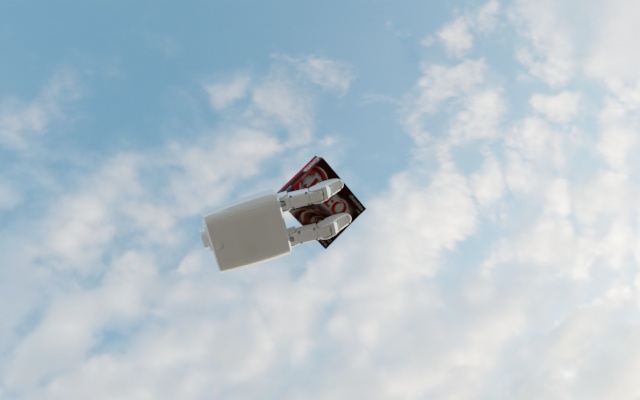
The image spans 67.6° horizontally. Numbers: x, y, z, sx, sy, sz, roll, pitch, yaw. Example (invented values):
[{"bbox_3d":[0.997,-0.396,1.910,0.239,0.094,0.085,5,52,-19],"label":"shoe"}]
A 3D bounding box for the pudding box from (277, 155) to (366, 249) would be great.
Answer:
[{"bbox_3d":[0.000,0.002,0.721,0.113,0.090,0.039,48,-5,-24],"label":"pudding box"}]
